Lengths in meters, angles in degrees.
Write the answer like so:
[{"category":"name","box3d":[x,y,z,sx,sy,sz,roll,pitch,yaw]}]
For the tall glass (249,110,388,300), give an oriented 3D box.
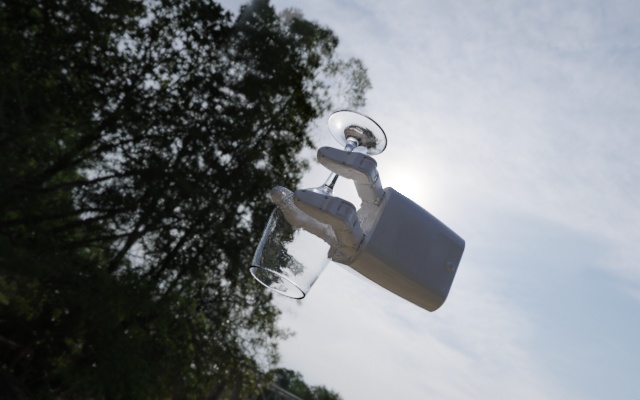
[{"category":"tall glass","box3d":[0.000,0.001,0.504,0.079,0.201,0.079,23,-26,12]}]
